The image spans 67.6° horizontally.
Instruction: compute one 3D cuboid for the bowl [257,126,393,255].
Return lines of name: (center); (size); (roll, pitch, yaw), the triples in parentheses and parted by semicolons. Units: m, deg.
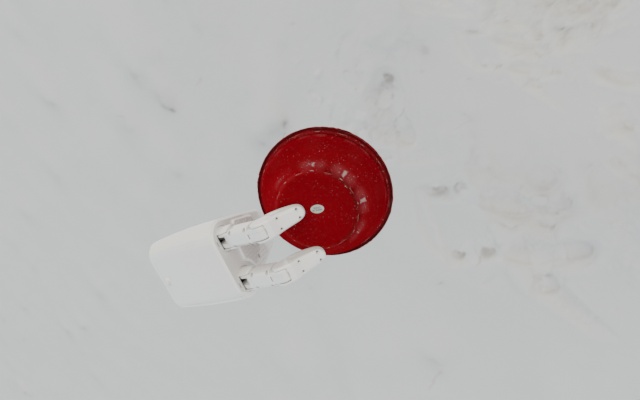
bowl: (0.001, 0.001, 0.537); (0.162, 0.162, 0.055); (0, 22, 10)
